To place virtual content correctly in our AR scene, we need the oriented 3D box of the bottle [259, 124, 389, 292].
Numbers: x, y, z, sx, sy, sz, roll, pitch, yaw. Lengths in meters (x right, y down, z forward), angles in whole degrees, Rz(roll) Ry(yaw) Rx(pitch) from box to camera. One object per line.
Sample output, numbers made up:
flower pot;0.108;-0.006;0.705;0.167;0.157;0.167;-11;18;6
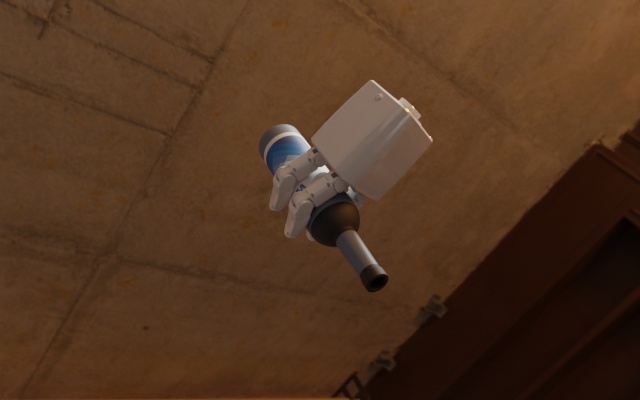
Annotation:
bottle;0.000;0.002;0.609;0.069;0.069;0.295;0;36;-31
